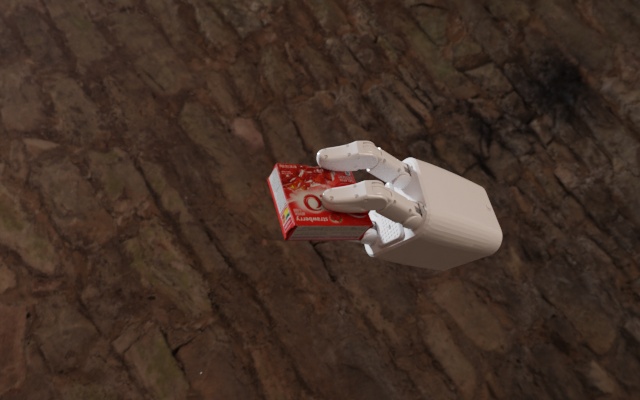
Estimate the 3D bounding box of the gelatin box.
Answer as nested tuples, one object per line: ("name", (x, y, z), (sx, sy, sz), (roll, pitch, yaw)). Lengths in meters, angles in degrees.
("gelatin box", (0.000, 0.002, 0.467), (0.089, 0.073, 0.030), (2, -38, -30))
